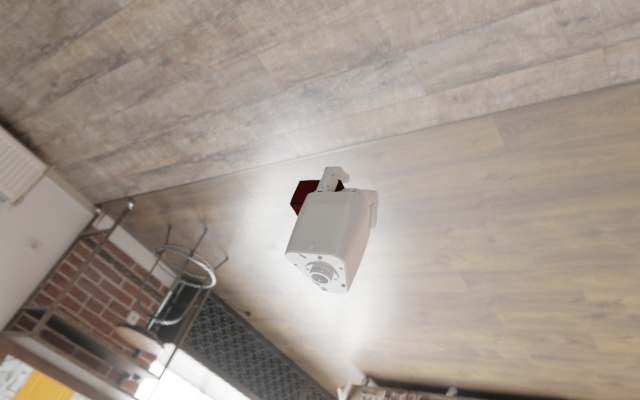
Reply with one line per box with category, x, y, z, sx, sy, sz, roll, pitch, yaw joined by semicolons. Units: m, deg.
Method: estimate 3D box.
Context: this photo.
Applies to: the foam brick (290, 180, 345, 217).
foam brick;0.000;0.002;0.757;0.078;0.051;0.053;0;-39;29
